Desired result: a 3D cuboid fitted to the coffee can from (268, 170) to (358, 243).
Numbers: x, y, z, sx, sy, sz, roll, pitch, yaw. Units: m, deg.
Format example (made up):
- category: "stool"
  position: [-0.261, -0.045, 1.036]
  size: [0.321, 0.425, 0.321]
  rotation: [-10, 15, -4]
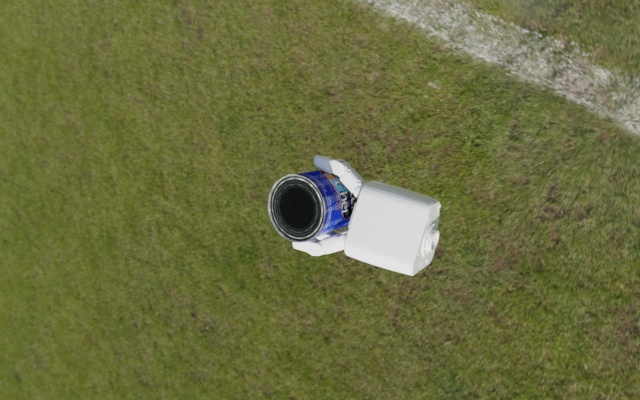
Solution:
- category: "coffee can"
  position: [0.000, 0.002, 0.754]
  size: [0.103, 0.103, 0.140]
  rotation: [0, 8, 32]
